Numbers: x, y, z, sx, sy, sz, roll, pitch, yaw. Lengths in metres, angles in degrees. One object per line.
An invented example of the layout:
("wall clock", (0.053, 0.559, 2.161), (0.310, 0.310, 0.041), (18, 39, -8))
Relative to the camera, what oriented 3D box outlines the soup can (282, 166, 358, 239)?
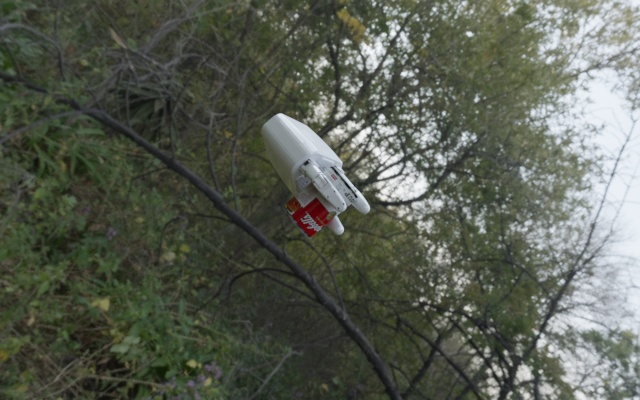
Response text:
("soup can", (0.001, 0.003, 0.757), (0.102, 0.068, 0.068), (-40, -1, 2))
